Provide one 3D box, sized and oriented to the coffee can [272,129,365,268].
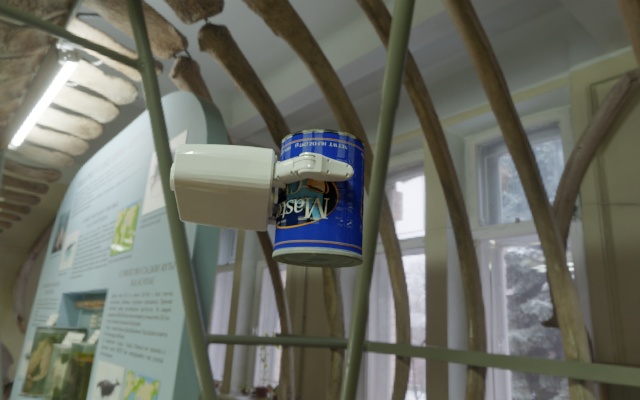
[{"bbox_3d":[0.000,0.002,0.558,0.103,0.140,0.103,3,-16,1],"label":"coffee can"}]
